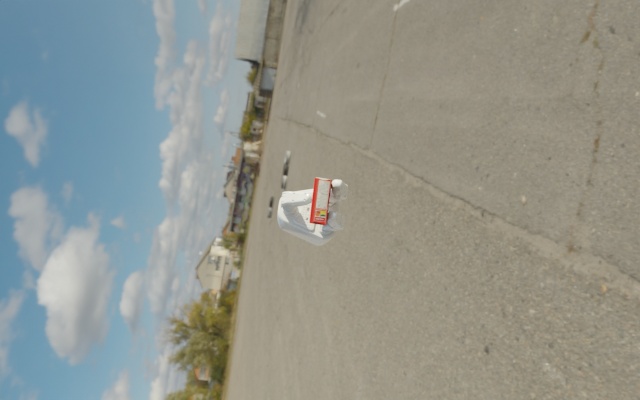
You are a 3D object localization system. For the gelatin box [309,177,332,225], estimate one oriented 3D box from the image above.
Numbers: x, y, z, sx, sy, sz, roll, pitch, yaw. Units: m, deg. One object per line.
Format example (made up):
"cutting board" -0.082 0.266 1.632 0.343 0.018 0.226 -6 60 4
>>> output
"gelatin box" 0.000 0.003 0.788 0.030 0.073 0.089 8 -2 -1
